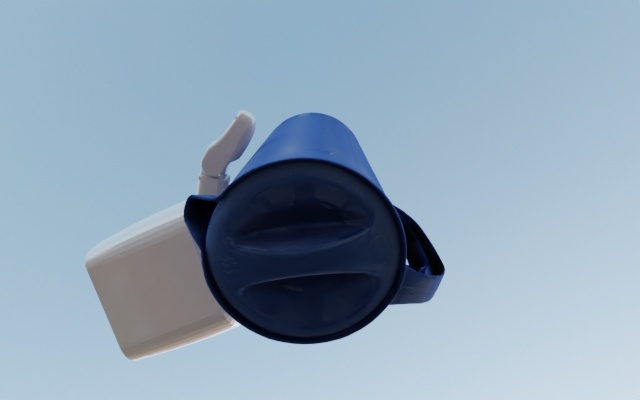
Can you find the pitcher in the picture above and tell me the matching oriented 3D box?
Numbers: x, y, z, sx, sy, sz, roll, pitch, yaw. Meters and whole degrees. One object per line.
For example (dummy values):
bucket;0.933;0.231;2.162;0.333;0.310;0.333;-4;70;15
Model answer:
pitcher;0.000;0.001;0.413;0.145;0.149;0.242;-25;18;10
